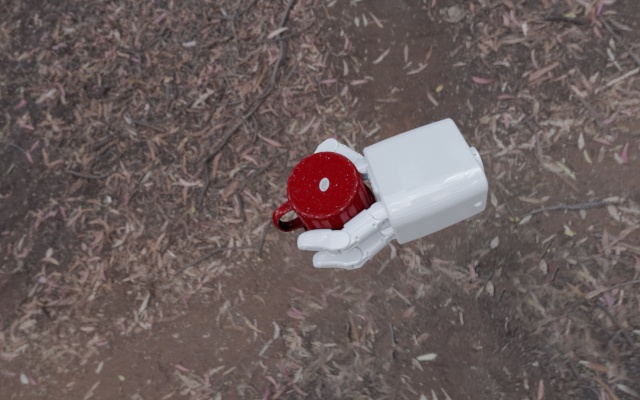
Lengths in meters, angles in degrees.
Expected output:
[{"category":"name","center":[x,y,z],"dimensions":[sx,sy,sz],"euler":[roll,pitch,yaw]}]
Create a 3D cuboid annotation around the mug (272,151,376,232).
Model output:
[{"category":"mug","center":[-0.001,0.002,0.538],"dimensions":[0.117,0.093,0.081],"euler":[-22,-27,6]}]
